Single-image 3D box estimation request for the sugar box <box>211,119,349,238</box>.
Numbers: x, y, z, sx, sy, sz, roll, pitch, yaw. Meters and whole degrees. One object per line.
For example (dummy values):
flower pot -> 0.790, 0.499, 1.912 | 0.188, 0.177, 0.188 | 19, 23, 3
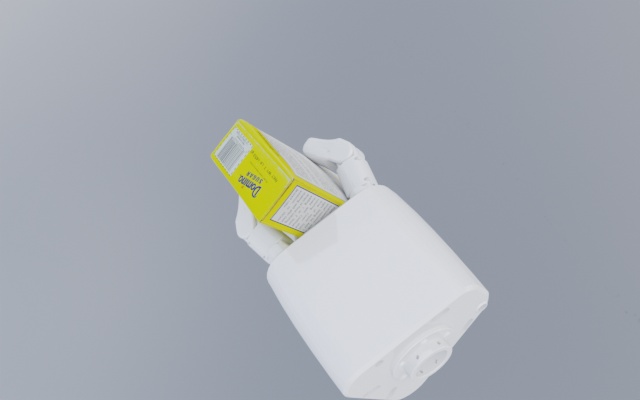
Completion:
sugar box -> 0.000, 0.002, 0.407 | 0.176, 0.048, 0.093 | 30, 14, -48
